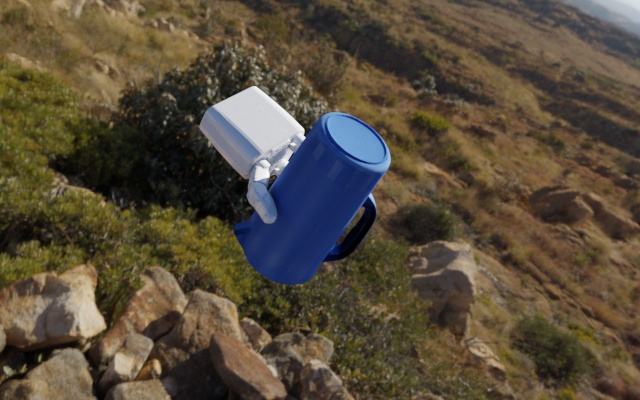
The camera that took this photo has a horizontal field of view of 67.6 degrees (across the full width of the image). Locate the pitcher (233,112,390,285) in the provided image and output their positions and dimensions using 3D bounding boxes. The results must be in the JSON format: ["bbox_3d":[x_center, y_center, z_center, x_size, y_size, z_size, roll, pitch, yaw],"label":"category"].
[{"bbox_3d":[0.000,0.002,0.673,0.149,0.145,0.243,-29,-20,-49],"label":"pitcher"}]
